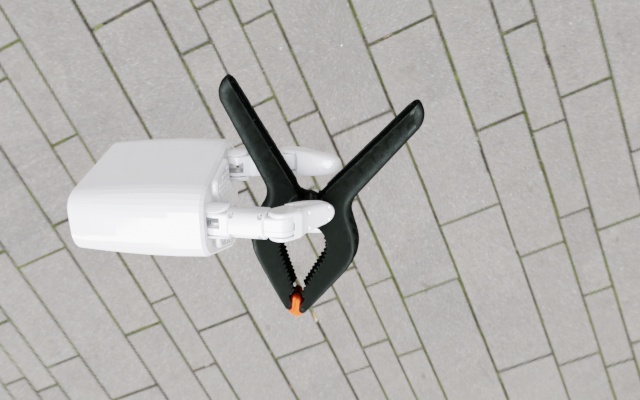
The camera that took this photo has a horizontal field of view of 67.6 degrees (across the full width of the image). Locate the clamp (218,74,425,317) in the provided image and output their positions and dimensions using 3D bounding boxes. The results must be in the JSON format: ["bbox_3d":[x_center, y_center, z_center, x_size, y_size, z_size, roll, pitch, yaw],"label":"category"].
[{"bbox_3d":[0.000,0.002,0.407,0.164,0.210,0.036,2,18,5],"label":"clamp"}]
